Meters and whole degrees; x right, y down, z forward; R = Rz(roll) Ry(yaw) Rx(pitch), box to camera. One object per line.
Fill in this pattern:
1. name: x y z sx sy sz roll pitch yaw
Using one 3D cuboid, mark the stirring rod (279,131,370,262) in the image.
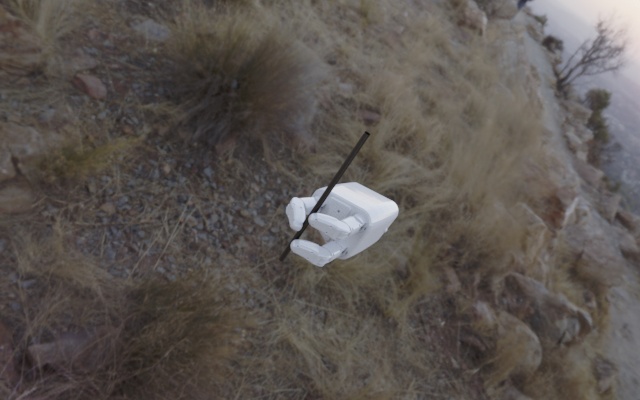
1. stirring rod: 0.000 0.002 0.660 0.011 0.240 0.011 25 31 -16
